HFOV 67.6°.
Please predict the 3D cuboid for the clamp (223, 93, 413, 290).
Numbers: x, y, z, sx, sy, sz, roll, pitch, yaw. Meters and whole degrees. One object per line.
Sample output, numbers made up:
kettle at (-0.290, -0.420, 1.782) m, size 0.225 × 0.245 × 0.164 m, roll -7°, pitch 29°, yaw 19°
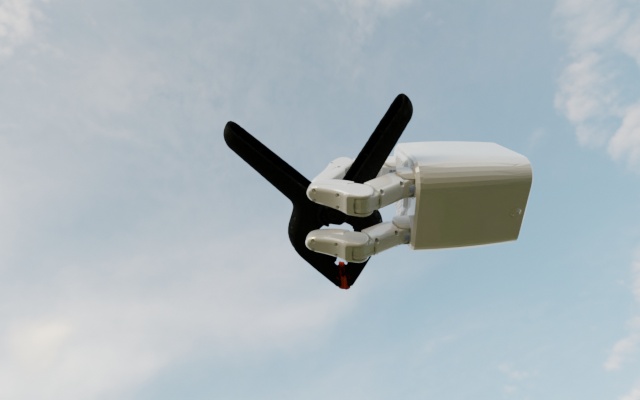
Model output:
clamp at (0.000, 0.001, 0.461) m, size 0.164 × 0.210 × 0.036 m, roll -2°, pitch 34°, yaw 0°
